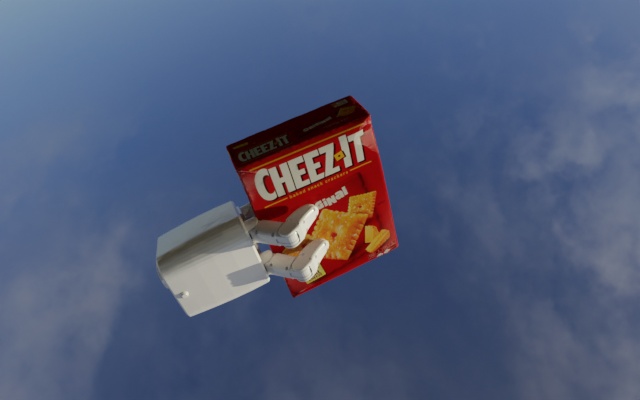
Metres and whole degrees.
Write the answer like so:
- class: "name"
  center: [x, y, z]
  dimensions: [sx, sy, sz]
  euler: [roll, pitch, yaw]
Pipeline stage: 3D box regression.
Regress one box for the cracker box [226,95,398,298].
- class: "cracker box"
  center: [0.000, 0.002, 0.601]
  dimensions: [0.164, 0.214, 0.072]
  euler: [-24, 37, -8]
